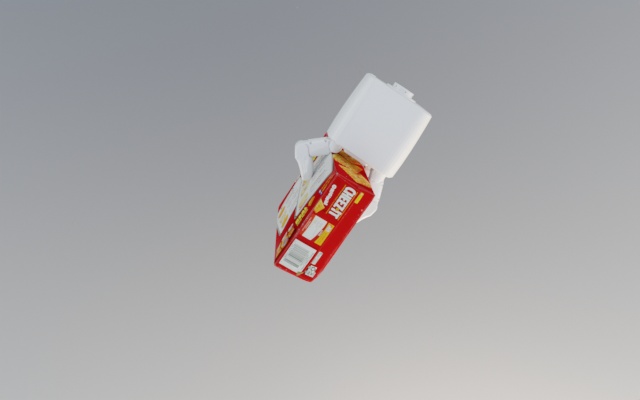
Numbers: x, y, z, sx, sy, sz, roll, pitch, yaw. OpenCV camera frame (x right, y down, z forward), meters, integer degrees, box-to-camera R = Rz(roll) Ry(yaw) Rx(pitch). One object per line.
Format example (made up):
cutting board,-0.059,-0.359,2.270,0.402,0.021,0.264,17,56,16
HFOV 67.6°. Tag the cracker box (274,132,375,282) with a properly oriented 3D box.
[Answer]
cracker box,0.000,0.002,0.742,0.072,0.164,0.213,30,18,-14
